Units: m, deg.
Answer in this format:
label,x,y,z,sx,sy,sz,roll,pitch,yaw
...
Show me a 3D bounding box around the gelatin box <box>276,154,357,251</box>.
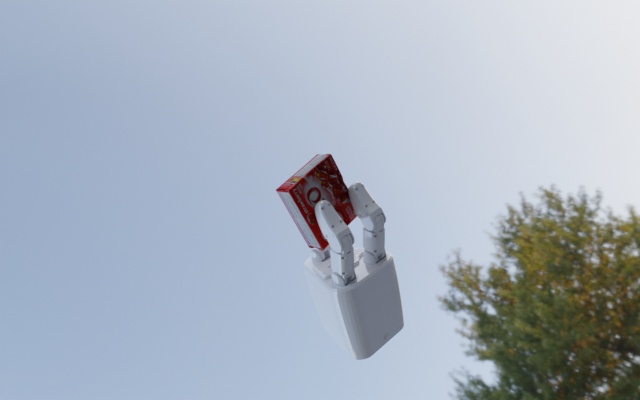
label,x,y,z,sx,sy,sz,roll,pitch,yaw
gelatin box,0.000,0.002,0.555,0.073,0.089,0.030,-42,28,-28
